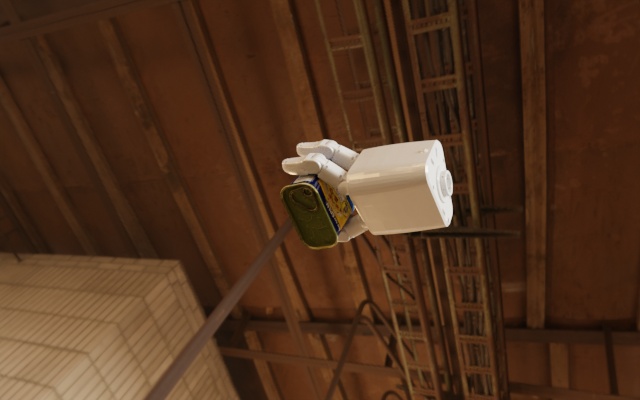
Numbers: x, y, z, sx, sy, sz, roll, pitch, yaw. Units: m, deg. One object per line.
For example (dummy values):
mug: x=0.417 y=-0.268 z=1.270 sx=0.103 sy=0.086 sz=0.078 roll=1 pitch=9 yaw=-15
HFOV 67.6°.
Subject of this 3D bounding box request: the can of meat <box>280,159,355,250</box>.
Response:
can of meat: x=0.000 y=0.002 z=0.661 sx=0.057 sy=0.102 sz=0.084 roll=-10 pitch=26 yaw=31
